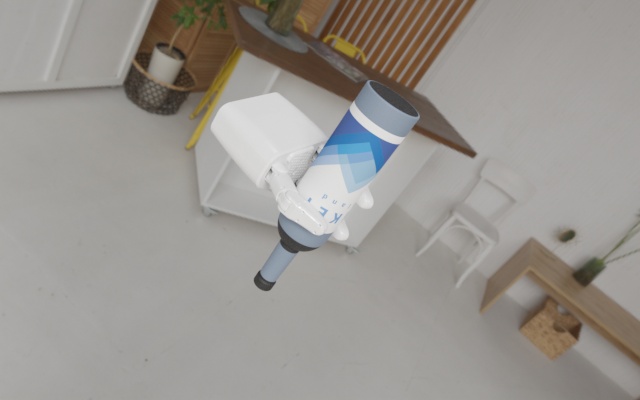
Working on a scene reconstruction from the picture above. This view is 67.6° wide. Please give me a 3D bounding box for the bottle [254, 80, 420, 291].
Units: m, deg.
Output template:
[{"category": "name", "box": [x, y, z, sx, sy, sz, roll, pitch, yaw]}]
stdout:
[{"category": "bottle", "box": [0.000, 0.002, 0.561, 0.069, 0.296, 0.069, 27, 28, -16]}]
